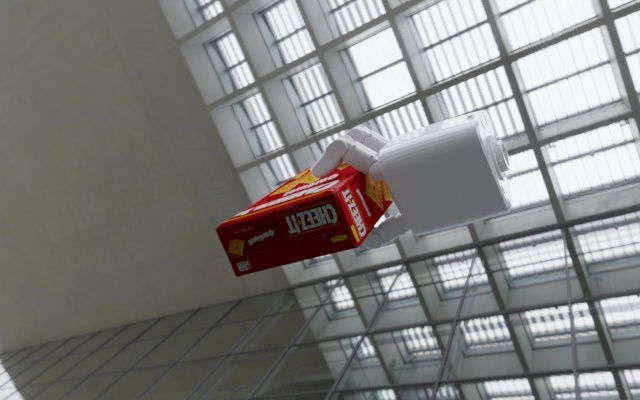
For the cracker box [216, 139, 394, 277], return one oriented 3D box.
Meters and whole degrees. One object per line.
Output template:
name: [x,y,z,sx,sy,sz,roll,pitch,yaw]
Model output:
cracker box: [0.000,0.002,0.589,0.164,0.072,0.213,-18,11,30]
